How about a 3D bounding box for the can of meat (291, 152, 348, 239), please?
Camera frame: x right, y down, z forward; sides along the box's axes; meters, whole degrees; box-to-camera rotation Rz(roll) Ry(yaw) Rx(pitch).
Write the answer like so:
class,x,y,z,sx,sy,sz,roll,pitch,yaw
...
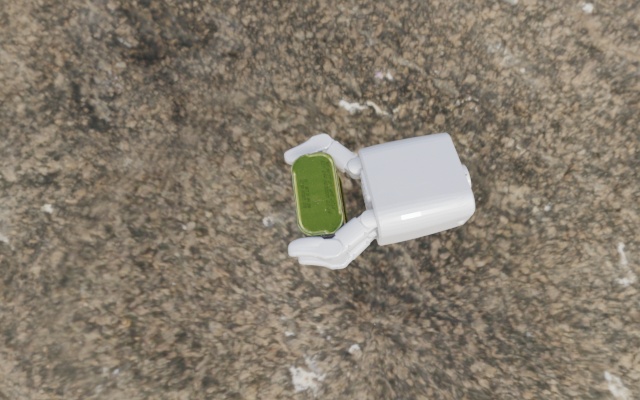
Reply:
class,x,y,z,sx,sy,sz,roll,pitch,yaw
can of meat,0.000,0.002,0.567,0.057,0.102,0.084,-9,-15,3
